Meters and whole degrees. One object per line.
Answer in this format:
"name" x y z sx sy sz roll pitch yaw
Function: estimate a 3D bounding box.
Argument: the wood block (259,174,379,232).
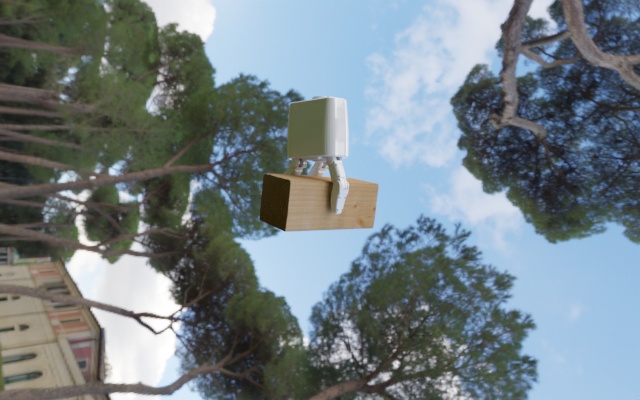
"wood block" 0.000 0.003 0.892 0.206 0.090 0.091 0 10 -37
